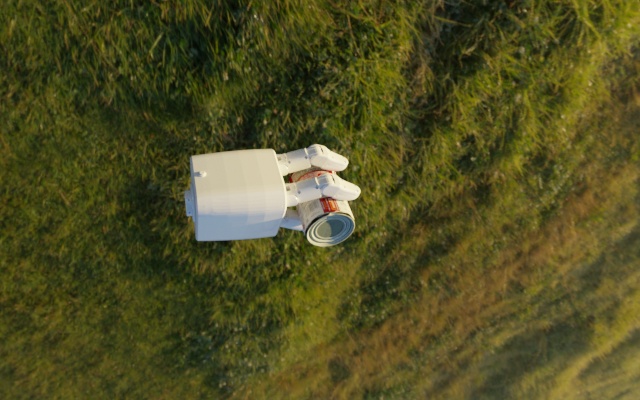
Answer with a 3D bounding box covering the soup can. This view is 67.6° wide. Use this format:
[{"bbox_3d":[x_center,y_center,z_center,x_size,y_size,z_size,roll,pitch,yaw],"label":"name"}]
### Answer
[{"bbox_3d":[0.001,0.002,0.639,0.068,0.102,0.069,-11,-41,-10],"label":"soup can"}]
